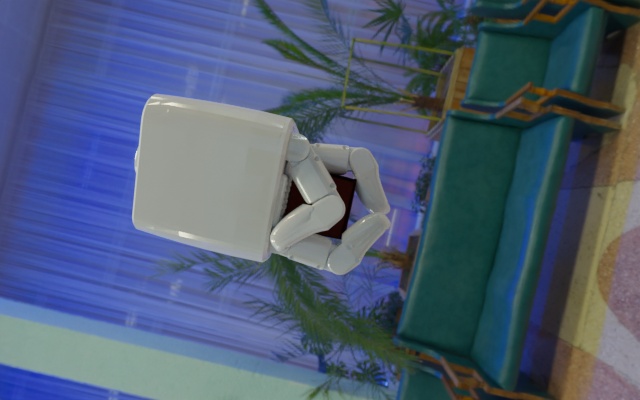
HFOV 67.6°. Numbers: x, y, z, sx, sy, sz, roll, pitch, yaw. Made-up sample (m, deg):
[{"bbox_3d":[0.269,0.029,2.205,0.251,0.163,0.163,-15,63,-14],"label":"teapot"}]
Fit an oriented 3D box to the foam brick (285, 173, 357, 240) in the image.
[{"bbox_3d":[0.000,0.001,0.420,0.051,0.053,0.078,12,0,1],"label":"foam brick"}]
